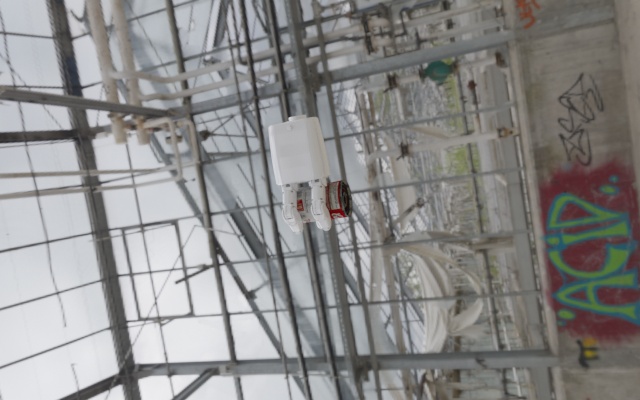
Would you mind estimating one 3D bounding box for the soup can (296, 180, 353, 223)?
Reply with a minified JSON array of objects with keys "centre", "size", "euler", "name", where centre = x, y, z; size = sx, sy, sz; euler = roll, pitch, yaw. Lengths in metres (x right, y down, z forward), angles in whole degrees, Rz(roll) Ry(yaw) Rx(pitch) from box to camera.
[{"centre":[0.000,0.003,0.866],"size":[0.102,0.068,0.068],"euler":[-8,-3,18],"name":"soup can"}]
